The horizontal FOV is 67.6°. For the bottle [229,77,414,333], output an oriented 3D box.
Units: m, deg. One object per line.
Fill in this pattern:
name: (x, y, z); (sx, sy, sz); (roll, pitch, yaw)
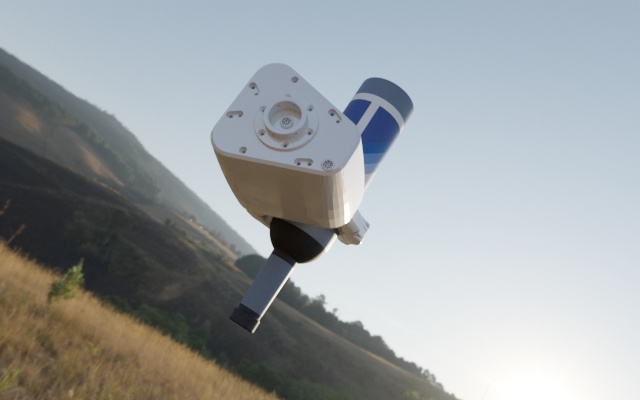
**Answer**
bottle: (0.000, 0.001, 0.499); (0.069, 0.295, 0.069); (30, -18, 10)
